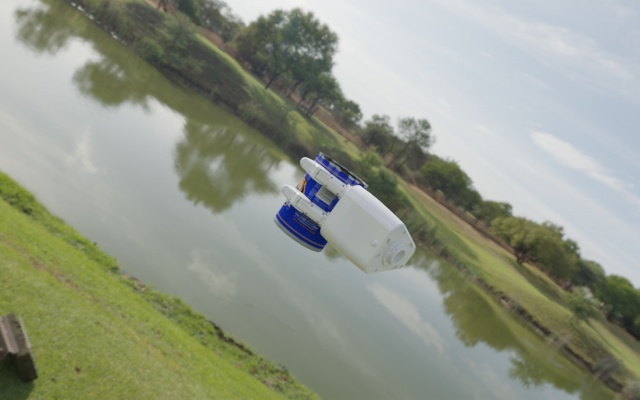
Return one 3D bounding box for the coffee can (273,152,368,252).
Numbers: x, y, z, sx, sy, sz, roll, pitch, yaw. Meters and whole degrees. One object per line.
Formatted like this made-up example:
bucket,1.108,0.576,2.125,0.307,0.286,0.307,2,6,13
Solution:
coffee can,0.000,0.003,0.820,0.103,0.140,0.103,35,8,-6
